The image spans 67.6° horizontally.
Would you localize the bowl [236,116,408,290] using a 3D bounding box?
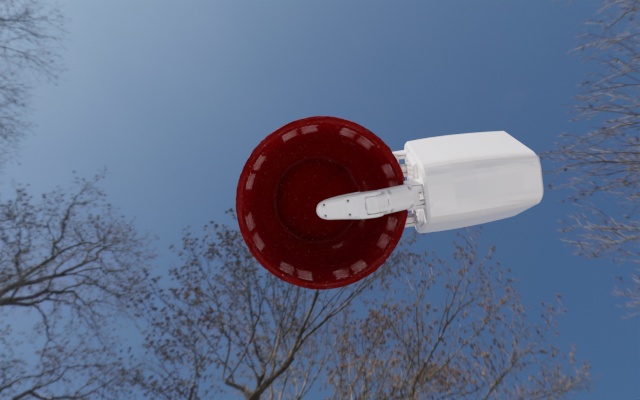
[{"bbox_3d":[-0.001,0.001,0.467,0.162,0.162,0.055,0,4,-7],"label":"bowl"}]
